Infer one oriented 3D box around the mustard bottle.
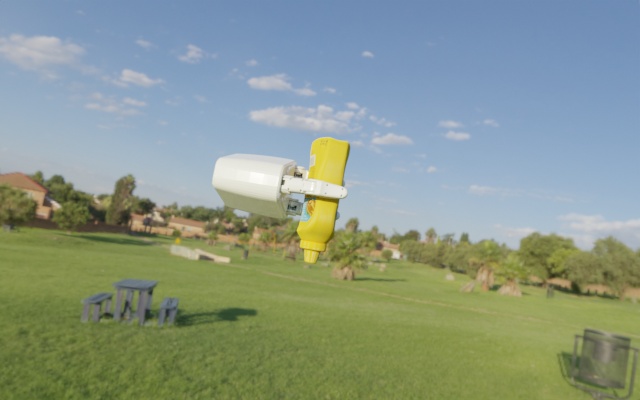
[{"bbox_3d":[0.001,0.002,0.747,0.058,0.191,0.096,12,-5,-15],"label":"mustard bottle"}]
